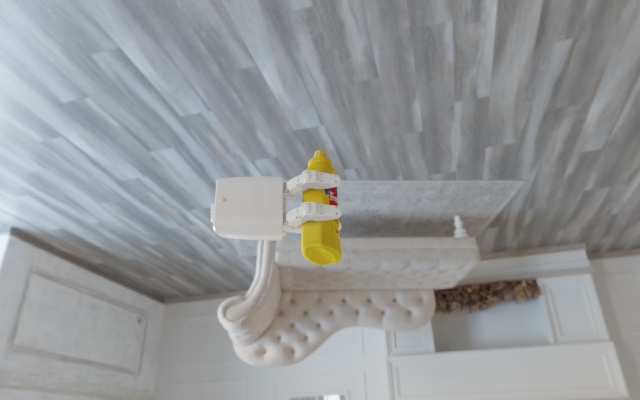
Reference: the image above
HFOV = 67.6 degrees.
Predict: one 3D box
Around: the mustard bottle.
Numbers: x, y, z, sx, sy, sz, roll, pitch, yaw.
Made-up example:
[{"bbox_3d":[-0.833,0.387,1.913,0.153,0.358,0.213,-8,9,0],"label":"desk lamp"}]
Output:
[{"bbox_3d":[0.000,0.003,0.784,0.058,0.191,0.096,-10,-28,17],"label":"mustard bottle"}]
